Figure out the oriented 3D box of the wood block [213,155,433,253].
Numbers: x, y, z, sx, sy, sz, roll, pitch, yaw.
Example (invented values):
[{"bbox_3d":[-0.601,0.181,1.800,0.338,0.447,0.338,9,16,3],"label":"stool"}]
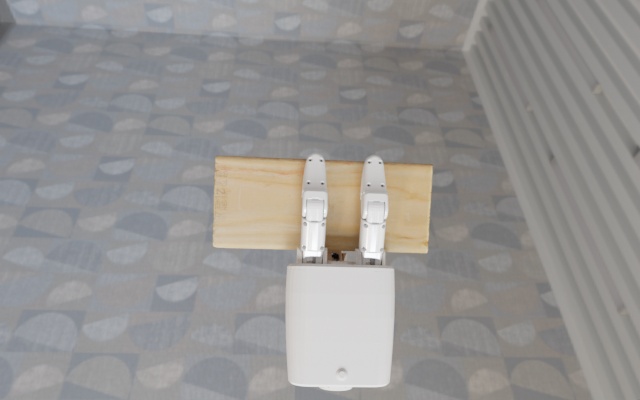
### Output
[{"bbox_3d":[0.000,0.002,0.496,0.206,0.090,0.091,2,3,-4],"label":"wood block"}]
